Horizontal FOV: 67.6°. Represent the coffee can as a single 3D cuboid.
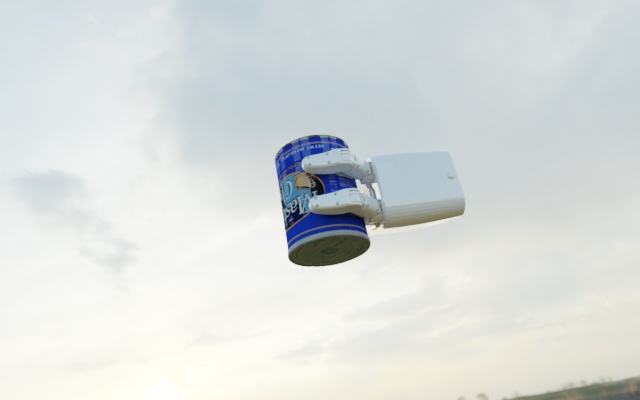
[{"bbox_3d":[0.000,0.002,0.613,0.103,0.140,0.103,-8,-26,-4],"label":"coffee can"}]
